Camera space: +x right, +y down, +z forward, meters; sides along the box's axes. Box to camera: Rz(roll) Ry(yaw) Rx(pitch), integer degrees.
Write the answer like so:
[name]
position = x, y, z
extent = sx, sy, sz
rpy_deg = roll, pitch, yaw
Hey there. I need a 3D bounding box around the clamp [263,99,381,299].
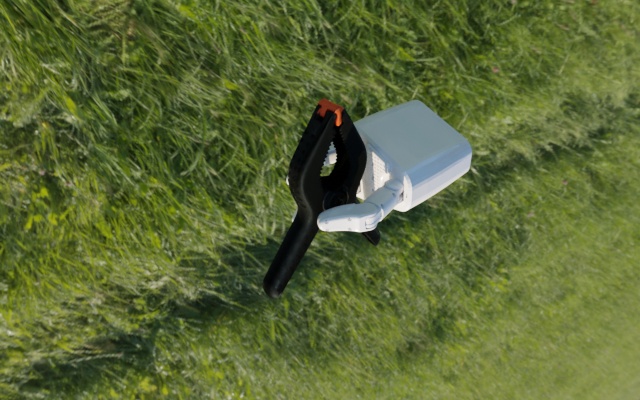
[clamp]
position = 0.001, 0.001, 0.497
extent = 0.164, 0.210, 0.036
rpy_deg = -29, 43, -29
